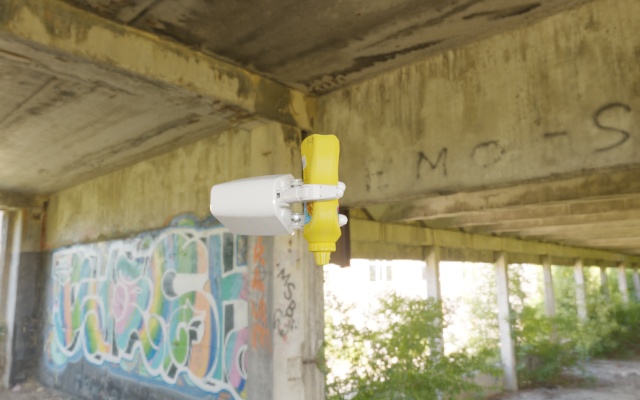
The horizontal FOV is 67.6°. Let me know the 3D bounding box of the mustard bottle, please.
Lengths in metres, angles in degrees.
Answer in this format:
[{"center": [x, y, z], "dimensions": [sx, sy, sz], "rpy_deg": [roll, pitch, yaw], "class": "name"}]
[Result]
[{"center": [0.000, 0.002, 0.729], "dimensions": [0.058, 0.191, 0.096], "rpy_deg": [1, -9, -11], "class": "mustard bottle"}]
